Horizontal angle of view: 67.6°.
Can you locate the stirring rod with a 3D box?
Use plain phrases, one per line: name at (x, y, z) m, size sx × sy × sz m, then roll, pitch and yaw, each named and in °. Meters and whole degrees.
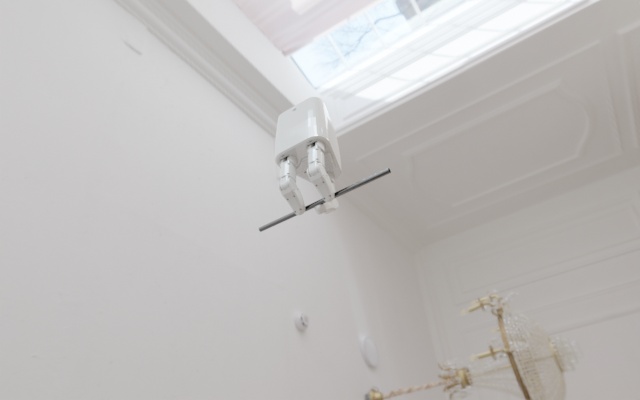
stirring rod at (0.000, 0.002, 0.739) m, size 0.239 × 0.011 × 0.011 m, roll -25°, pitch -11°, yaw 24°
